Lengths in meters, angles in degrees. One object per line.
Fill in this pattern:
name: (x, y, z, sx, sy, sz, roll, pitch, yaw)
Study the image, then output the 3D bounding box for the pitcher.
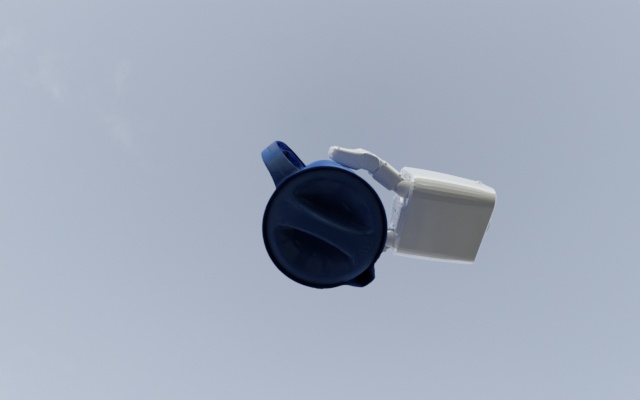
pitcher: (0.000, 0.002, 0.612, 0.145, 0.149, 0.243, 7, 10, -1)
